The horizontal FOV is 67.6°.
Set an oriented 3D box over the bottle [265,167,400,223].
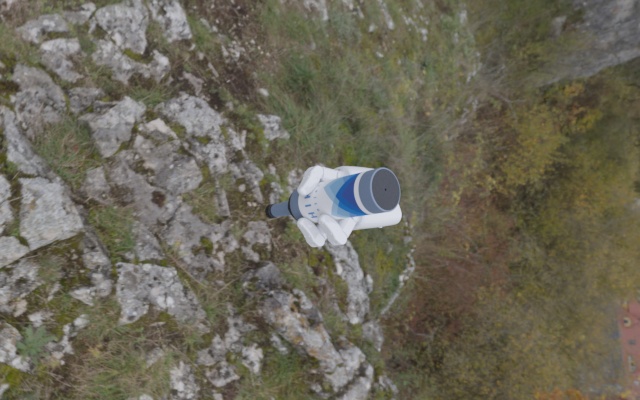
[{"bbox_3d":[0.000,0.003,0.809,0.069,0.069,0.296,0,-7,-41],"label":"bottle"}]
